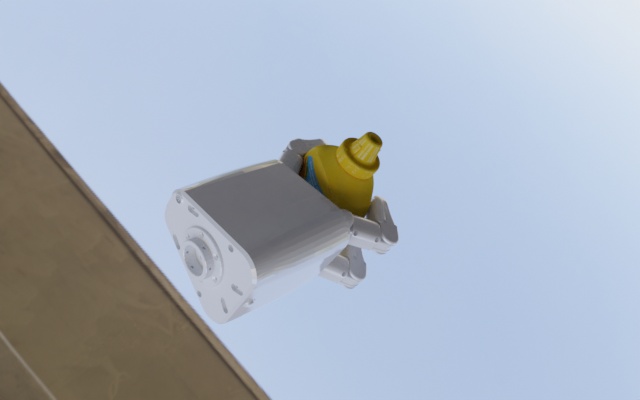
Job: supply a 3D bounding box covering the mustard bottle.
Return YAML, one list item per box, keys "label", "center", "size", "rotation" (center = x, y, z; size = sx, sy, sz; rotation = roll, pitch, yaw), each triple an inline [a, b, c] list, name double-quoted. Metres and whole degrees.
- label: "mustard bottle"
  center: [0.000, 0.002, 0.477]
  size: [0.058, 0.096, 0.192]
  rotation: [6, -39, -33]
